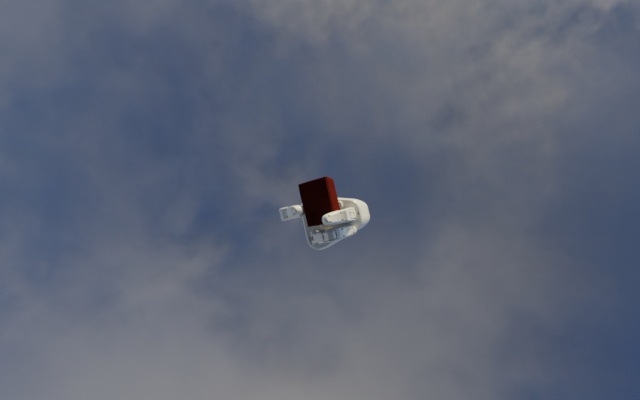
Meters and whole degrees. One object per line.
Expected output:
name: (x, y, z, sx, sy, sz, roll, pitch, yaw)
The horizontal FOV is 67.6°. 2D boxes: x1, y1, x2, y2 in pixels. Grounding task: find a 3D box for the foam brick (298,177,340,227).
foam brick: (0.000, 0.002, 0.830, 0.053, 0.078, 0.051, -13, -3, 15)
